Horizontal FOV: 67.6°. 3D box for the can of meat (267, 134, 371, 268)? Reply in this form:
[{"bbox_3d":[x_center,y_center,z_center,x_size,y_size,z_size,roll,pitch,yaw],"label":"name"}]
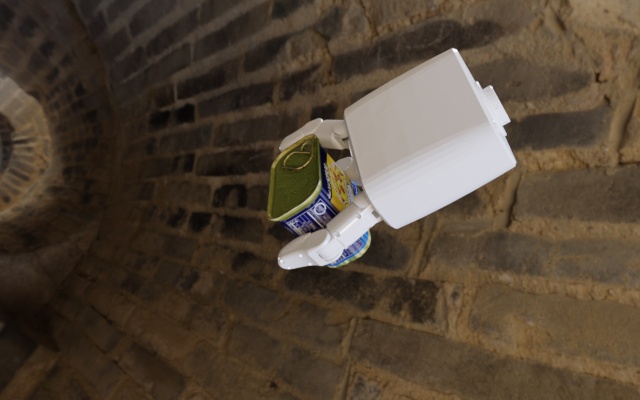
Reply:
[{"bbox_3d":[0.000,0.002,0.446,0.057,0.102,0.084,-31,-57,21],"label":"can of meat"}]
